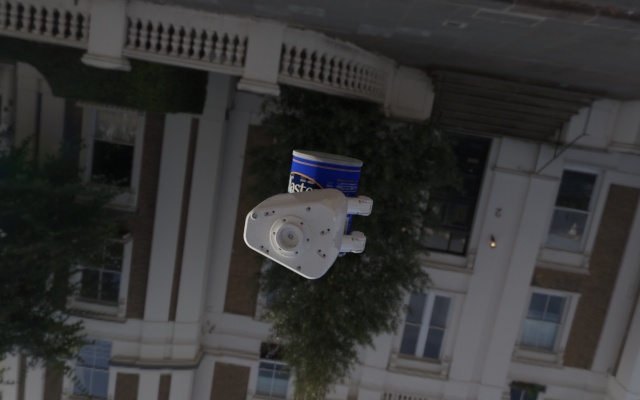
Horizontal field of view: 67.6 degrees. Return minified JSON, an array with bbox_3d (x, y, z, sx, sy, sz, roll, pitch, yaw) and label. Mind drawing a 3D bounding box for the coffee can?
[{"bbox_3d":[0.000,0.002,0.707,0.103,0.140,0.103,9,9,-1],"label":"coffee can"}]
